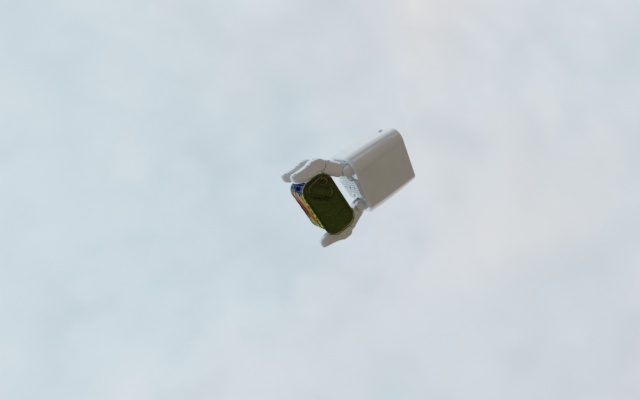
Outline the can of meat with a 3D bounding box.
[{"bbox_3d":[0.000,0.003,0.804,0.057,0.102,0.084,-38,16,-13],"label":"can of meat"}]
